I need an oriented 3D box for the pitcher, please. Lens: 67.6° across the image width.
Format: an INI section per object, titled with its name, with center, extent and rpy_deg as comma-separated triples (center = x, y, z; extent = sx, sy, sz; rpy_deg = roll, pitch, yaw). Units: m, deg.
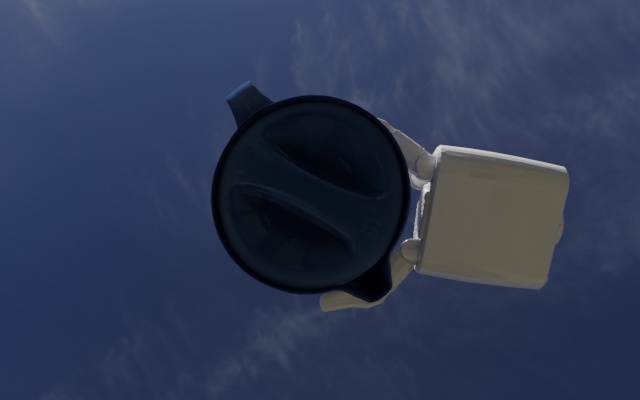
[pitcher]
center = 0.000, 0.001, 0.426
extent = 0.145, 0.149, 0.243
rpy_deg = 8, -7, 8
